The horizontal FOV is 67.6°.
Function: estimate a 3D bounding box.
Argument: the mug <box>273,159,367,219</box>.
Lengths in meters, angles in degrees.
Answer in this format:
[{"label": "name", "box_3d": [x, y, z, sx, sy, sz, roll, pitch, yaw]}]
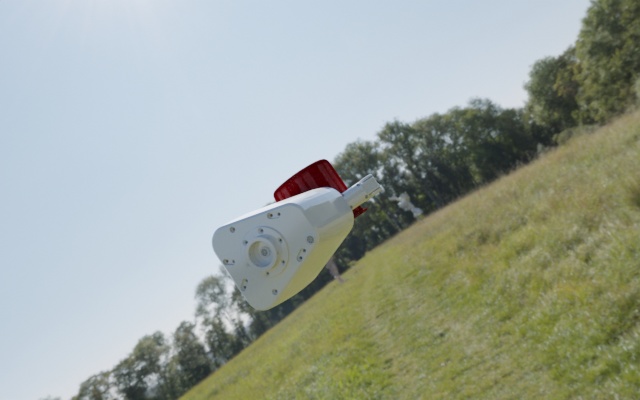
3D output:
[{"label": "mug", "box_3d": [0.000, 0.002, 0.594, 0.093, 0.081, 0.117, -36, -5, 20]}]
